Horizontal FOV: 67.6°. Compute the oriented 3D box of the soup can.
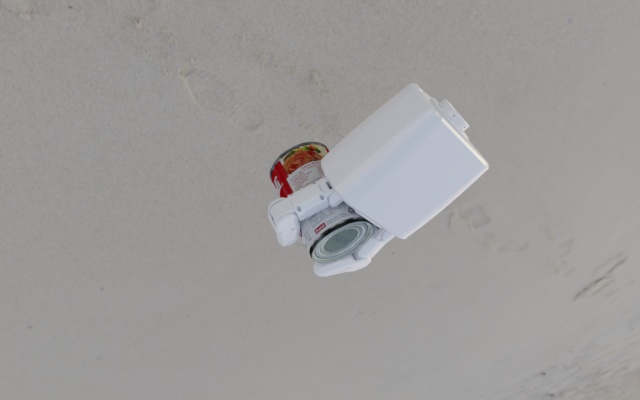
[{"bbox_3d":[0.000,0.002,0.470,0.068,0.102,0.069,-21,-31,-13],"label":"soup can"}]
